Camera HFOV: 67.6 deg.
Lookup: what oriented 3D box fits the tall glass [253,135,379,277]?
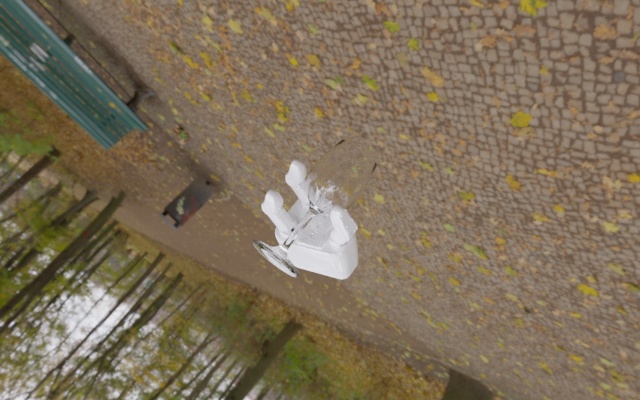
[{"bbox_3d":[0.000,0.003,0.646,0.079,0.201,0.079,33,-20,14],"label":"tall glass"}]
